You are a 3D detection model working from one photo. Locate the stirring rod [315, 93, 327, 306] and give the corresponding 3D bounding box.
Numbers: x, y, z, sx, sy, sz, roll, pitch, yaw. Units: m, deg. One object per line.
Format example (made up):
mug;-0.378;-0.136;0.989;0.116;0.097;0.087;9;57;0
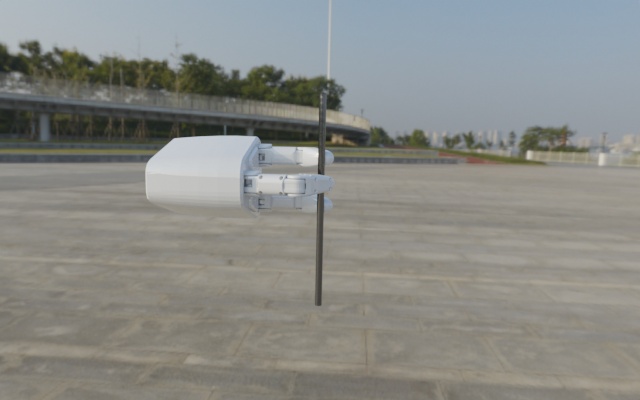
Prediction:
stirring rod;0.000;0.002;0.537;0.011;0.239;0.011;1;8;0
